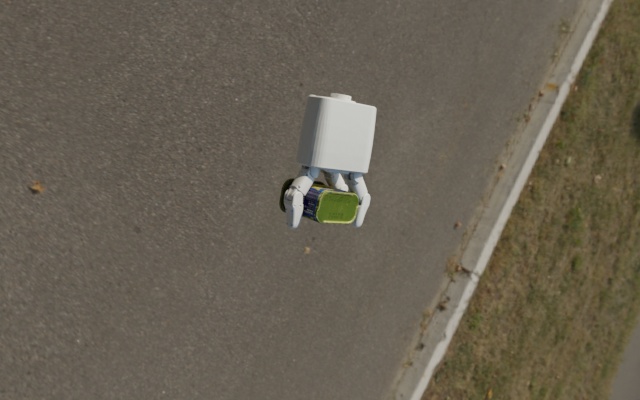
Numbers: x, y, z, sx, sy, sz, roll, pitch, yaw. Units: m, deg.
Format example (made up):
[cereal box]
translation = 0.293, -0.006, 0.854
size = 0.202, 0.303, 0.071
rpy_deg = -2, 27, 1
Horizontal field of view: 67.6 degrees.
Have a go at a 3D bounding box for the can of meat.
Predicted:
[can of meat]
translation = 0.000, 0.003, 0.767
size = 0.084, 0.057, 0.102
rpy_deg = 17, 9, 42
